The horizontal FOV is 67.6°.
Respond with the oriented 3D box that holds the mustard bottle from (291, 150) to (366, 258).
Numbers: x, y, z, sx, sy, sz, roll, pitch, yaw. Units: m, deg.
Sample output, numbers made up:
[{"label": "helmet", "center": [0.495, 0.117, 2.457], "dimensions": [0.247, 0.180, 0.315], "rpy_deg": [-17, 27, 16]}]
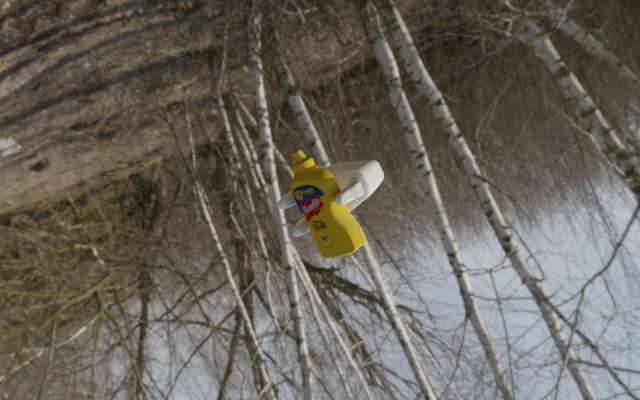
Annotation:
[{"label": "mustard bottle", "center": [0.000, 0.003, 0.818], "dimensions": [0.058, 0.191, 0.096], "rpy_deg": [-31, 9, -37]}]
